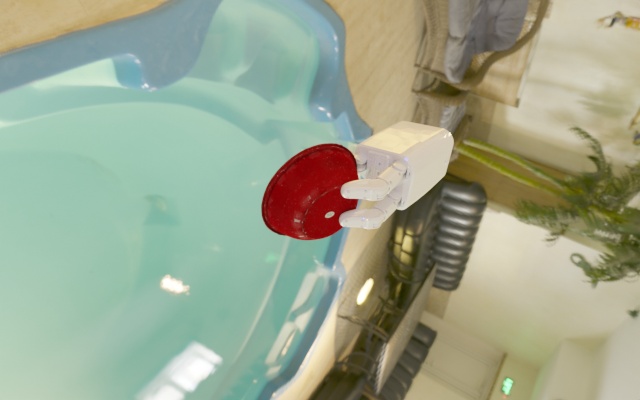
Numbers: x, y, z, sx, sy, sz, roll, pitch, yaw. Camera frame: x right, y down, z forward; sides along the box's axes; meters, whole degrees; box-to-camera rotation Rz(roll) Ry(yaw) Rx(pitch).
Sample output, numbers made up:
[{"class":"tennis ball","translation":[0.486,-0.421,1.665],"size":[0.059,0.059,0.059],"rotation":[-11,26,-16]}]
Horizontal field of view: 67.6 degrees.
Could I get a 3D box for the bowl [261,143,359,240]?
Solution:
[{"class":"bowl","translation":[-0.001,0.003,0.669],"size":[0.162,0.162,0.055],"rotation":[0,36,-41]}]
